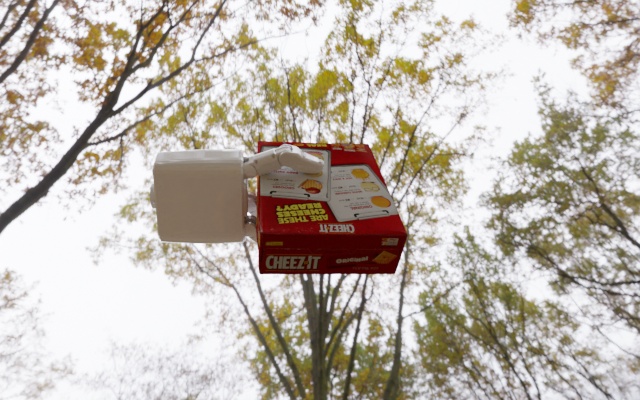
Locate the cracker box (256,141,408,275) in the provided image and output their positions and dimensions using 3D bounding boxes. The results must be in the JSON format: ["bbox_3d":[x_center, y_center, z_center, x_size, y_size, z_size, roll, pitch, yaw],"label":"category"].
[{"bbox_3d":[0.000,0.002,0.614,0.164,0.072,0.213,1,35,-9],"label":"cracker box"}]
